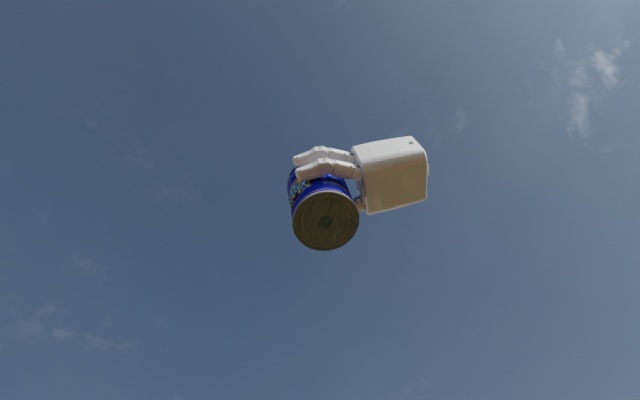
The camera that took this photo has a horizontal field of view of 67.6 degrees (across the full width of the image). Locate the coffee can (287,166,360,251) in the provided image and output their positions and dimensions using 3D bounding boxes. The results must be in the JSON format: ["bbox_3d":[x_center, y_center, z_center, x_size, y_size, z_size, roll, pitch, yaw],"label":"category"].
[{"bbox_3d":[0.000,0.003,0.782,0.103,0.103,0.140,0,26,-8],"label":"coffee can"}]
